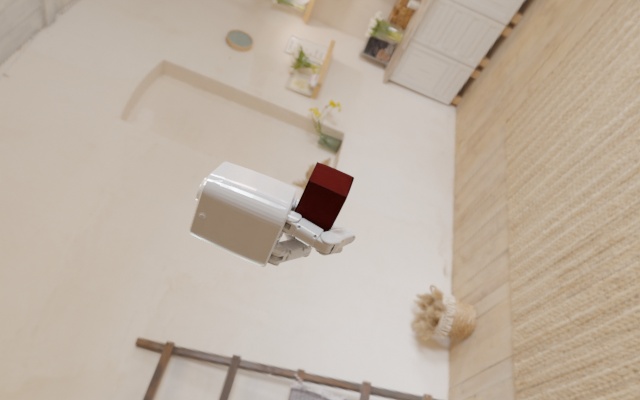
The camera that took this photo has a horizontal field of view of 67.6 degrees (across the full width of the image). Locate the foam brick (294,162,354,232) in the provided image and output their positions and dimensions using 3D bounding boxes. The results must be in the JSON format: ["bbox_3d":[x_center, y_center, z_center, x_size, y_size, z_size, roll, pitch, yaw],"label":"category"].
[{"bbox_3d":[0.000,0.002,0.595,0.051,0.078,0.053,25,33,-1],"label":"foam brick"}]
